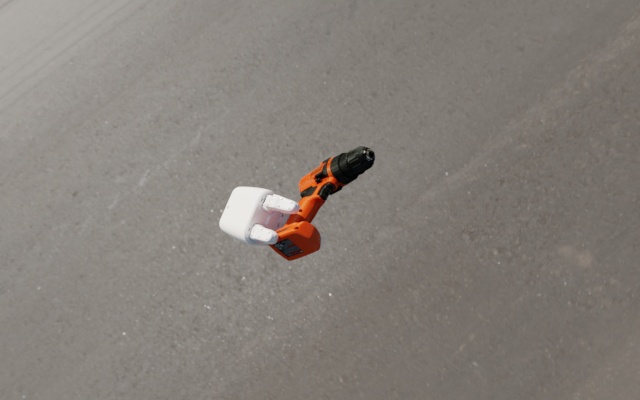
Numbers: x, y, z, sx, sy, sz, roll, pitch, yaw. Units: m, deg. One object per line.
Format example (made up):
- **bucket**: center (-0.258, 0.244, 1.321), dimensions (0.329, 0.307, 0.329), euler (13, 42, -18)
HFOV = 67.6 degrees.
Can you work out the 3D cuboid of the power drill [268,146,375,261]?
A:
- **power drill**: center (0.000, 0.003, 0.781), dimensions (0.057, 0.187, 0.184), euler (42, -36, -15)
